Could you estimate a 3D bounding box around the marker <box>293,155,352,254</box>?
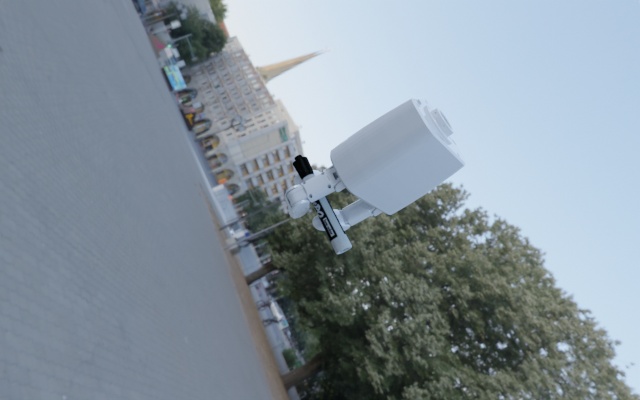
[{"bbox_3d":[0.000,0.002,0.529,0.020,0.121,0.020,-24,-16,-7],"label":"marker"}]
